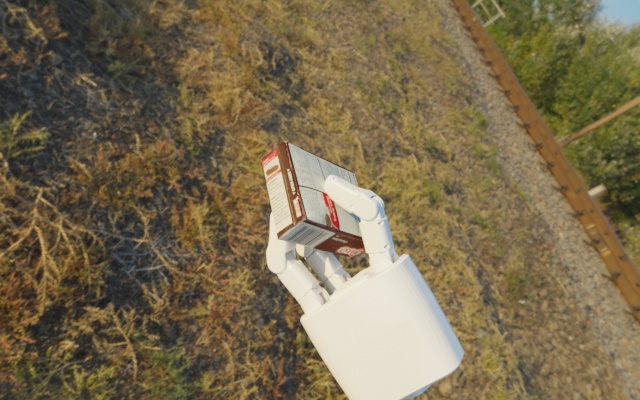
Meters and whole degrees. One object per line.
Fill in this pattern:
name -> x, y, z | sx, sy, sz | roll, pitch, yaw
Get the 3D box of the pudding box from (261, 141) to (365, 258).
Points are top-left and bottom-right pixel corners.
pudding box -> 0.000, 0.002, 0.469 | 0.039, 0.090, 0.113 | -33, -34, 28
